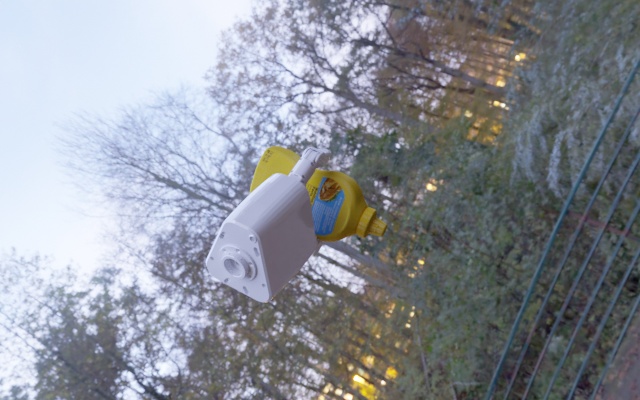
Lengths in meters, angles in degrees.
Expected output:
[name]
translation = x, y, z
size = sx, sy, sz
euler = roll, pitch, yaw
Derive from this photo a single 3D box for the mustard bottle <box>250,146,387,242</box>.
[mustard bottle]
translation = 0.000, 0.002, 0.650
size = 0.191, 0.096, 0.058
euler = 24, 17, 16
